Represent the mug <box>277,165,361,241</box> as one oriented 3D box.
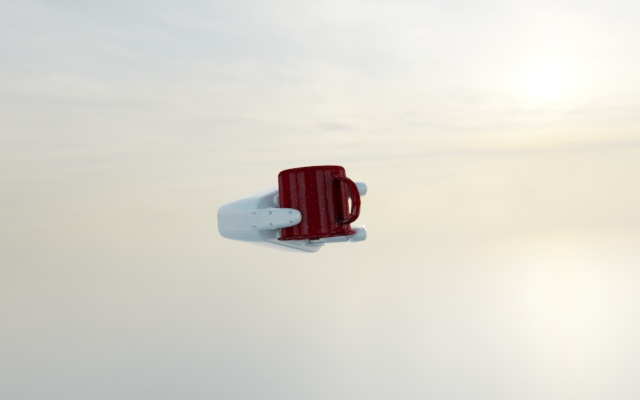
[{"bbox_3d":[0.001,0.002,0.555,0.093,0.081,0.117,-3,-2,-41],"label":"mug"}]
